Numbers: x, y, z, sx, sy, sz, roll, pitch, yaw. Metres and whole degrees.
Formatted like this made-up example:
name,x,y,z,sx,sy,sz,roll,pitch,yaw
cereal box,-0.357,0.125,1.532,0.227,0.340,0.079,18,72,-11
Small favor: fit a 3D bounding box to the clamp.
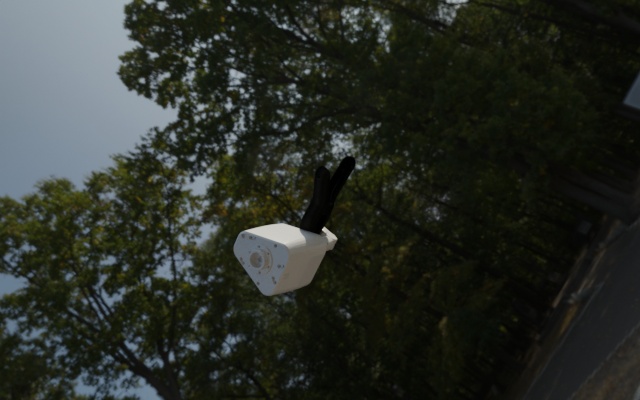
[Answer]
name,x,y,z,sx,sy,sz,roll,pitch,yaw
clamp,0.000,0.003,0.818,0.039,0.171,0.120,30,17,25
